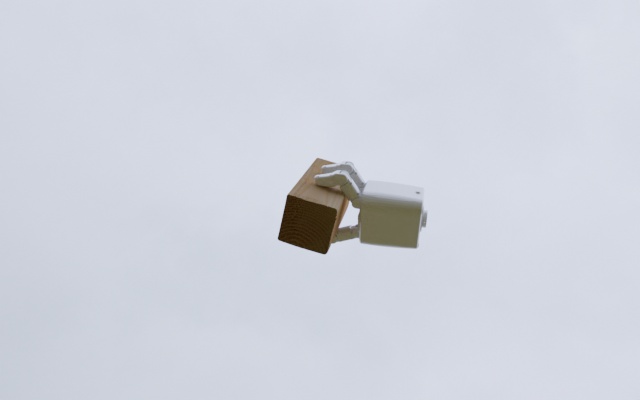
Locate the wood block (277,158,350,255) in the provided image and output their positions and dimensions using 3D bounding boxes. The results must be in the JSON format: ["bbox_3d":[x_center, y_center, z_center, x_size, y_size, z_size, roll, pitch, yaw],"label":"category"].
[{"bbox_3d":[0.000,0.003,0.876,0.090,0.091,0.206,17,25,7],"label":"wood block"}]
